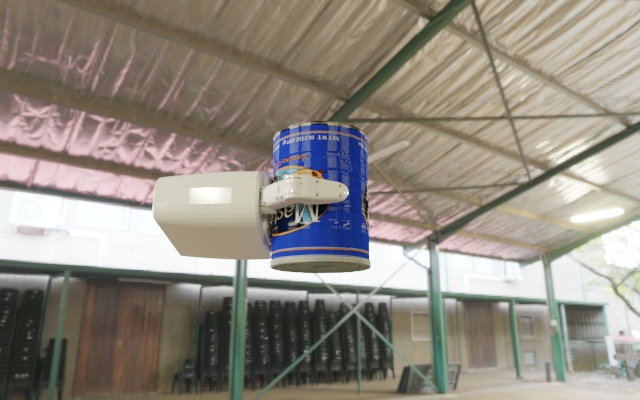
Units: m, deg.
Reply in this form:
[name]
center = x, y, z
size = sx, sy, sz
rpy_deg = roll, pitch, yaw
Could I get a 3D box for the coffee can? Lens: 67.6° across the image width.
[coffee can]
center = 0.000, 0.002, 0.502
size = 0.103, 0.140, 0.103
rpy_deg = 0, -14, 0
